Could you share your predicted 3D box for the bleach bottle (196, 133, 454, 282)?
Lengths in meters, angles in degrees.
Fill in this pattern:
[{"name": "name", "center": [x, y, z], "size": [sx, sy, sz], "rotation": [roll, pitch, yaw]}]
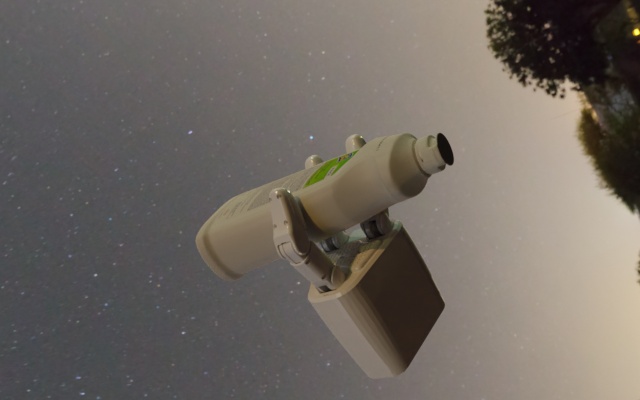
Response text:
[{"name": "bleach bottle", "center": [0.000, 0.001, 0.442], "size": [0.251, 0.068, 0.102], "rotation": [-21, 22, 35]}]
